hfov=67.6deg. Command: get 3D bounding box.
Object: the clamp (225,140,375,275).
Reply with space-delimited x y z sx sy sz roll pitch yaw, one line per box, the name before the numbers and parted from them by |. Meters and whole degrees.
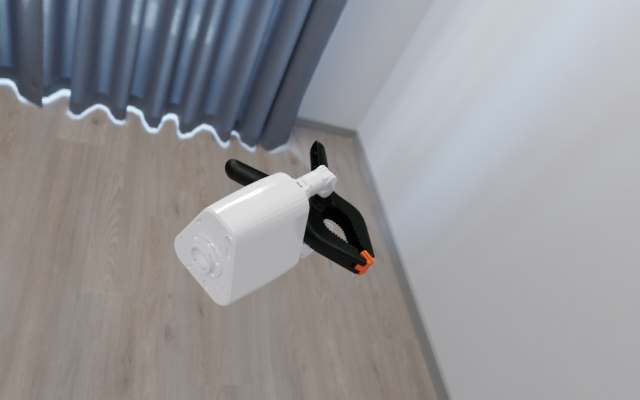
clamp | 0.001 0.002 0.613 0.164 0.210 0.036 -28 -22 -45
